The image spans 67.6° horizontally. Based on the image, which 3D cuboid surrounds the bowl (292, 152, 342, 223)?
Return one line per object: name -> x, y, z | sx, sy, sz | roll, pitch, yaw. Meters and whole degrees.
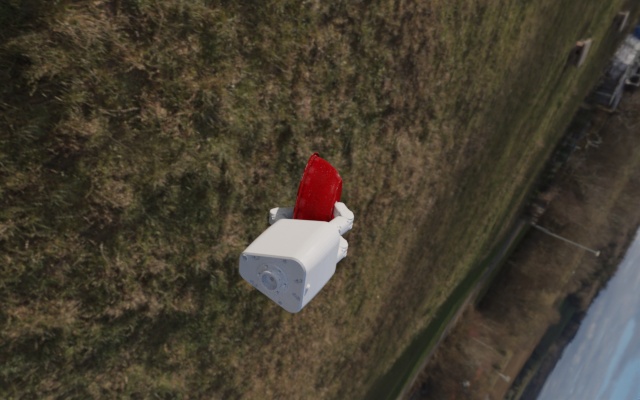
bowl -> 0.001, 0.002, 0.809 | 0.055, 0.162, 0.162 | 13, 2, 8
